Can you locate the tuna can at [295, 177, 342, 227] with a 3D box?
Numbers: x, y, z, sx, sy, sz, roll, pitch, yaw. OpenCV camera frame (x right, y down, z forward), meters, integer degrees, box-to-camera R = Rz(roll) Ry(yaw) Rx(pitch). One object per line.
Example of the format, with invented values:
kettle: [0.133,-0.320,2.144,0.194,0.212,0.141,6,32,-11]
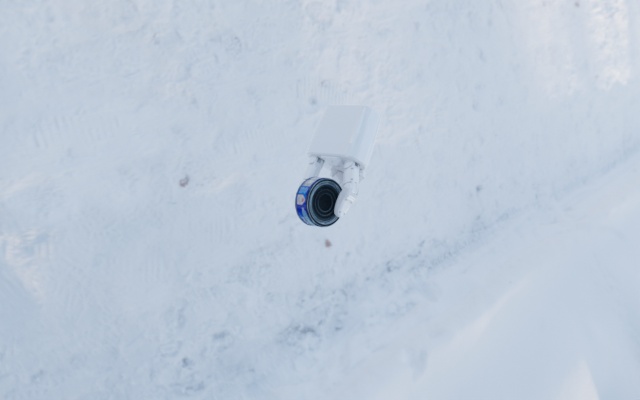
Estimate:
tuna can: [0.000,0.003,0.813,0.086,0.086,0.034,0,4,-39]
